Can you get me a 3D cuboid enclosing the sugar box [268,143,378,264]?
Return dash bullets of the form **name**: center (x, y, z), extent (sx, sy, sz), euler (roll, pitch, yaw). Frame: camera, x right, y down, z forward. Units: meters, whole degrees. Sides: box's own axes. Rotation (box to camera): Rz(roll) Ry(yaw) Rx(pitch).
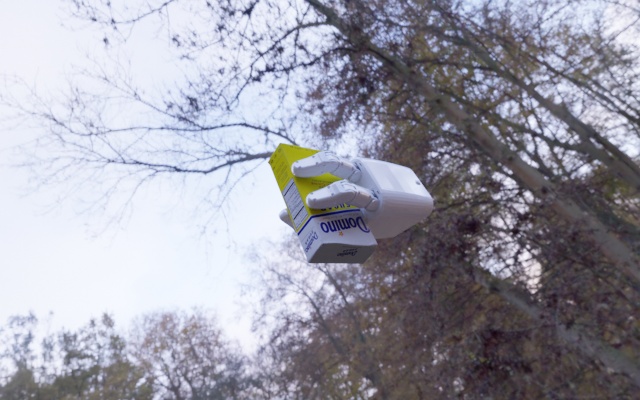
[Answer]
- **sugar box**: center (0.000, 0.002, 0.638), extent (0.093, 0.176, 0.048), euler (5, -47, -37)
